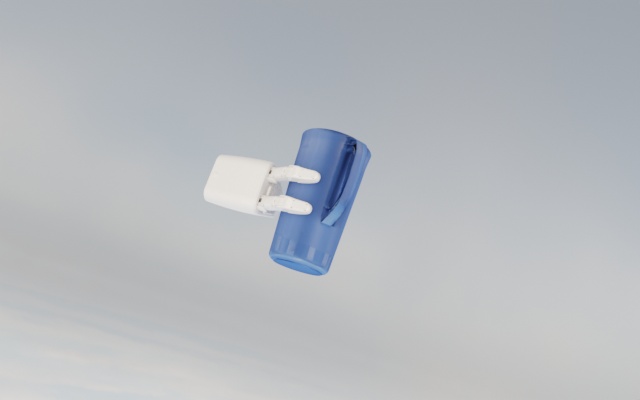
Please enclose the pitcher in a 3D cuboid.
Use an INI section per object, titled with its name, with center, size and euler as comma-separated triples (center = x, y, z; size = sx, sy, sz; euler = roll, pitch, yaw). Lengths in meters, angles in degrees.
[pitcher]
center = 0.000, 0.003, 0.840
size = 0.145, 0.242, 0.149
euler = 12, -17, 18
